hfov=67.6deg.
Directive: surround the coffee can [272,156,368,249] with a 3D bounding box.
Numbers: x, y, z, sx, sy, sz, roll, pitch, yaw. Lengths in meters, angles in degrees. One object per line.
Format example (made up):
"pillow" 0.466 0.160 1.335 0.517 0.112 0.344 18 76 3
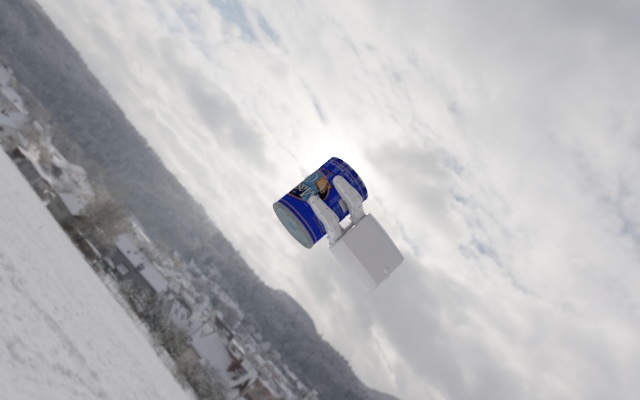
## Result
"coffee can" 0.000 0.003 0.851 0.140 0.103 0.103 -40 13 -16
